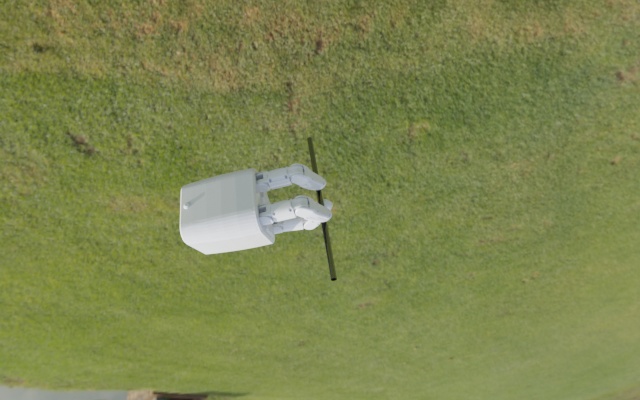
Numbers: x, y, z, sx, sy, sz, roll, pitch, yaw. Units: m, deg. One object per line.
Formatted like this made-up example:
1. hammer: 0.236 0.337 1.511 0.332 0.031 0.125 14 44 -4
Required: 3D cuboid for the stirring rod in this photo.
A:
1. stirring rod: 0.000 0.002 0.671 0.011 0.239 0.011 -7 -35 -5
